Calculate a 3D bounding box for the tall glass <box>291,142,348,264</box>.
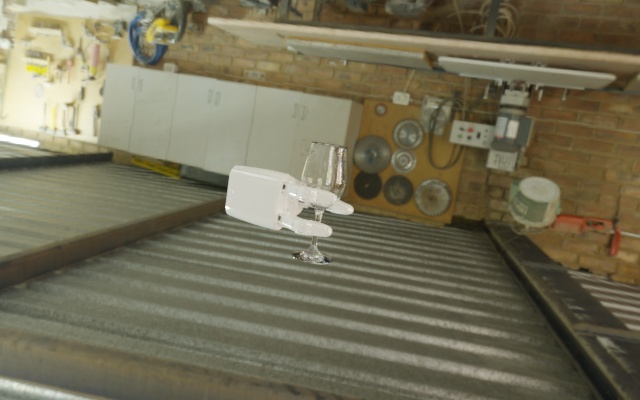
[{"bbox_3d":[0.000,0.003,0.821,0.079,0.201,0.079,9,10,-2],"label":"tall glass"}]
